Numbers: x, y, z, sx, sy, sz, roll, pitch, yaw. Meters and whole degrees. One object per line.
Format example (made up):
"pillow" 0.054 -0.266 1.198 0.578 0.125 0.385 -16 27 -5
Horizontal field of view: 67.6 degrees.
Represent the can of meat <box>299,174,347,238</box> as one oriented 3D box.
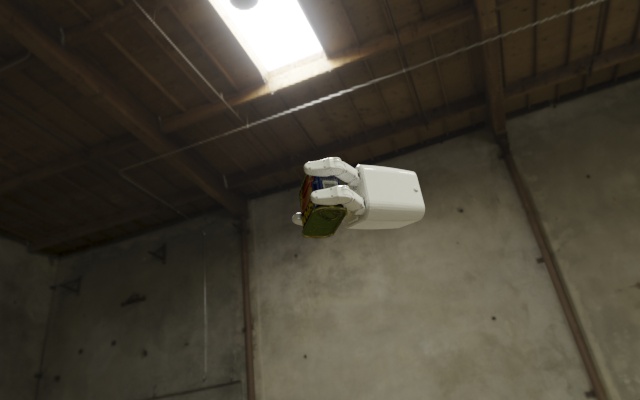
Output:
"can of meat" 0.000 0.002 0.788 0.057 0.084 0.102 2 -31 -16
